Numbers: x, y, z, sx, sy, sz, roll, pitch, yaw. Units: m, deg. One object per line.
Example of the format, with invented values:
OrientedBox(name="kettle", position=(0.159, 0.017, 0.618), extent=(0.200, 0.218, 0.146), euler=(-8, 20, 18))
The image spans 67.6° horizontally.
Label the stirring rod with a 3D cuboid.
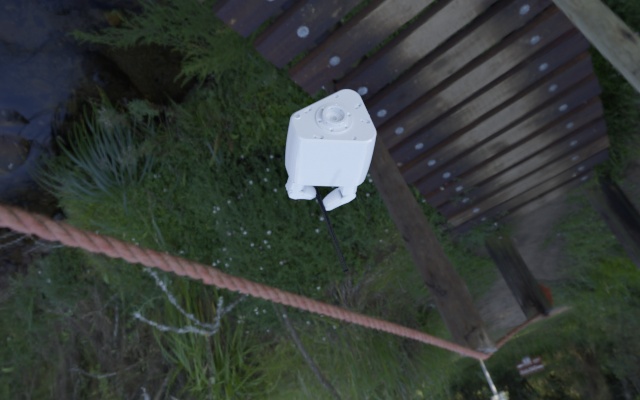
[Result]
OrientedBox(name="stirring rod", position=(0.000, 0.002, 0.760), extent=(0.011, 0.239, 0.011), euler=(-16, -26, -8))
